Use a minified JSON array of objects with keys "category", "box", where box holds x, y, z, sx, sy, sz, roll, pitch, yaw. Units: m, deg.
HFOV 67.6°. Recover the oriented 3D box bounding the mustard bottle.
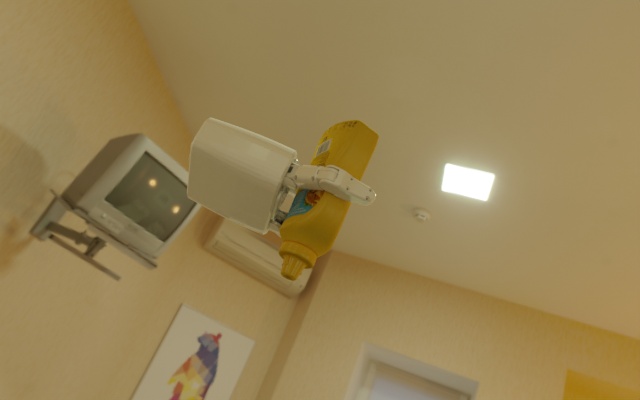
[{"category":"mustard bottle","box":[0.000,0.002,0.544,0.058,0.191,0.096,35,-28,-21]}]
